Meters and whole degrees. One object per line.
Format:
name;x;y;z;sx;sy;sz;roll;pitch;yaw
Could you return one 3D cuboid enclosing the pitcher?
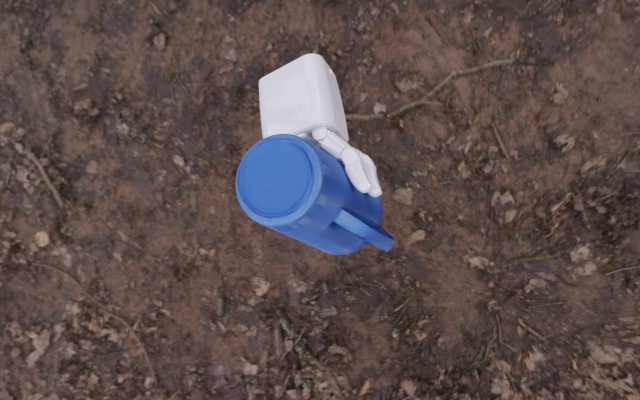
pitcher;0.000;0.002;0.633;0.149;0.145;0.243;-13;-15;18
